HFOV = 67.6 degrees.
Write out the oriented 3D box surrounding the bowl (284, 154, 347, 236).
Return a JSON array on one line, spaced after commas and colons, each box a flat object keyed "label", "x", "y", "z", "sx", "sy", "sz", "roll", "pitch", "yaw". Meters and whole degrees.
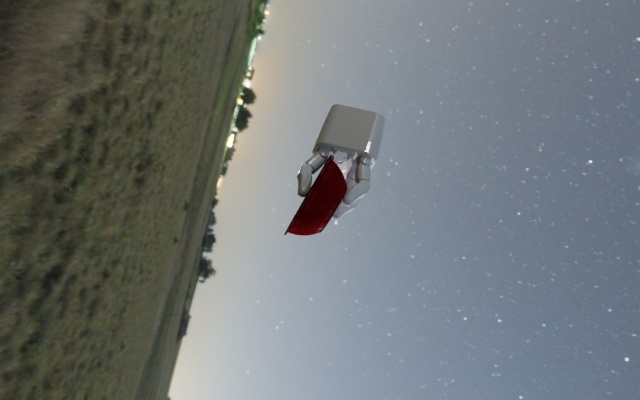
[{"label": "bowl", "x": 0.000, "y": 0.004, "z": 0.825, "sx": 0.055, "sy": 0.162, "sz": 0.162, "roll": 31, "pitch": -1, "yaw": -2}]
